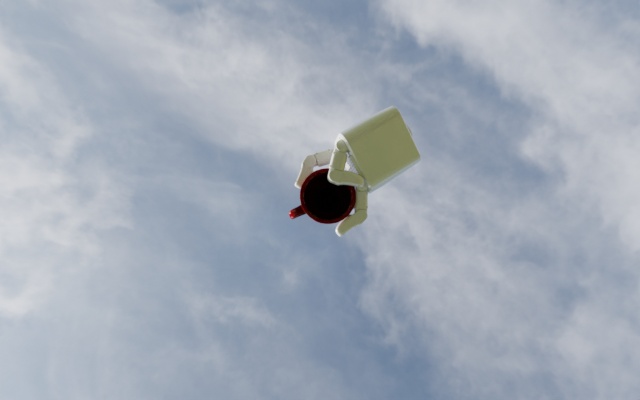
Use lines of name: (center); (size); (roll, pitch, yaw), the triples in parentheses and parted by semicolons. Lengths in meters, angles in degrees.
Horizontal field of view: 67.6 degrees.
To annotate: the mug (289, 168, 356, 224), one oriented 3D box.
mug: (-0.001, 0.003, 0.822); (0.117, 0.093, 0.081); (-28, -5, -5)
